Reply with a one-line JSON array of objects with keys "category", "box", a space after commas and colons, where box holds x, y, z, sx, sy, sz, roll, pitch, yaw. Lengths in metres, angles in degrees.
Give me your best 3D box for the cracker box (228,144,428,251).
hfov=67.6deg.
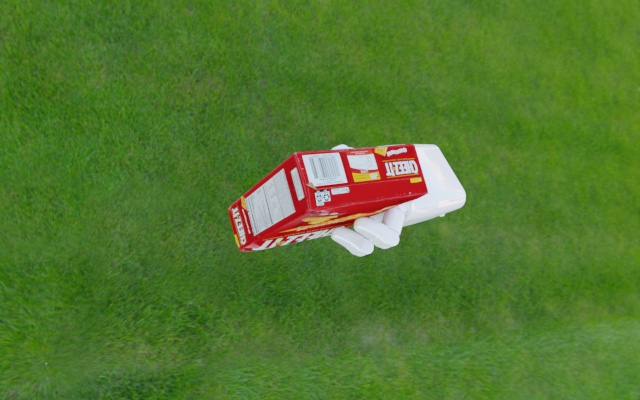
[{"category": "cracker box", "box": [0.000, 0.002, 0.599, 0.164, 0.072, 0.214, -8, -12, -32]}]
